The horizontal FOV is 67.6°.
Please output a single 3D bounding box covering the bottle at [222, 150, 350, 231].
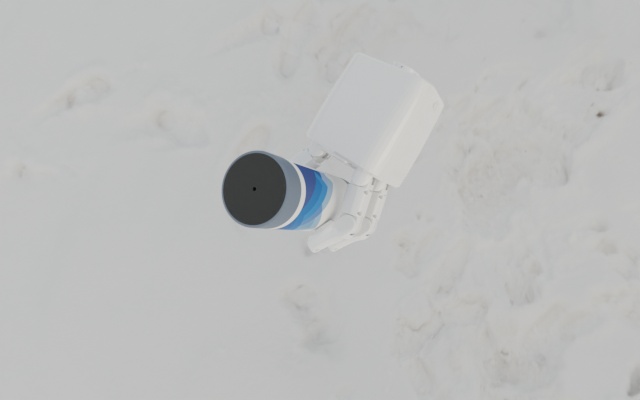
[{"bbox_3d":[0.000,0.002,0.539,0.069,0.069,0.296,0,-5,23],"label":"bottle"}]
